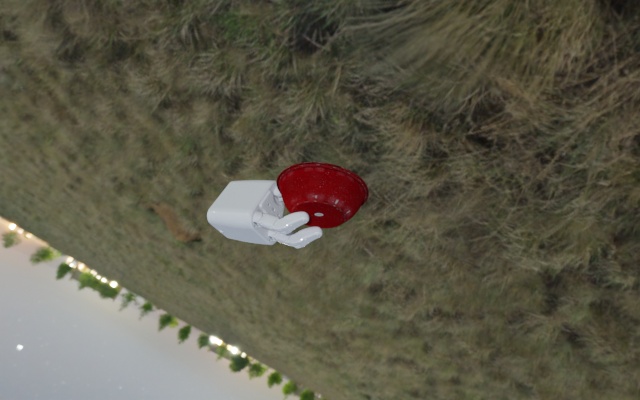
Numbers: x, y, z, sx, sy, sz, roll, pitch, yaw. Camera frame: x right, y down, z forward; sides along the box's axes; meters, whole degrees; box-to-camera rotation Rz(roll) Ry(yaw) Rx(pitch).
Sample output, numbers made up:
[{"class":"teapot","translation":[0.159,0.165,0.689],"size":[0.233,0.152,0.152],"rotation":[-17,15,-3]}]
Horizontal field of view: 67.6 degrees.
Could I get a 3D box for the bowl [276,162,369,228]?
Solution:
[{"class":"bowl","translation":[0.001,0.003,0.814],"size":[0.162,0.055,0.162],"rotation":[6,-31,4]}]
